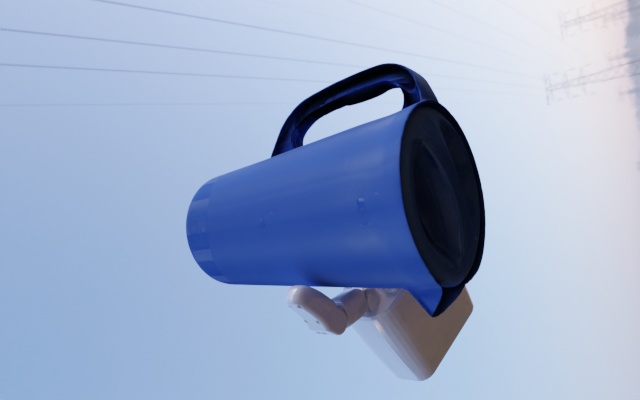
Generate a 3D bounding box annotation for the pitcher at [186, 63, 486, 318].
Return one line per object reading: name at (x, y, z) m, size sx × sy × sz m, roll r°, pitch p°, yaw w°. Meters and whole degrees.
pitcher at (0.000, 0.001, 0.401) m, size 0.243 × 0.145 × 0.149 m, roll -10°, pitch 37°, yaw 38°
